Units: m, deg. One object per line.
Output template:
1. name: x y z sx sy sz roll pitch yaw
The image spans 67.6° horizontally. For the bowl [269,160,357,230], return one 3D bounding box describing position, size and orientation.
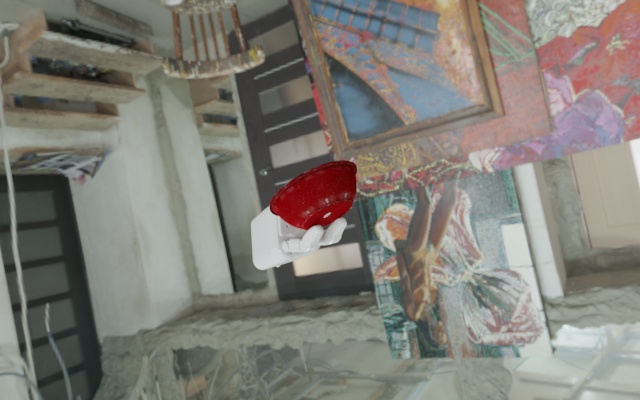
1. bowl: 0.001 0.002 0.783 0.162 0.055 0.162 -24 -20 -10
